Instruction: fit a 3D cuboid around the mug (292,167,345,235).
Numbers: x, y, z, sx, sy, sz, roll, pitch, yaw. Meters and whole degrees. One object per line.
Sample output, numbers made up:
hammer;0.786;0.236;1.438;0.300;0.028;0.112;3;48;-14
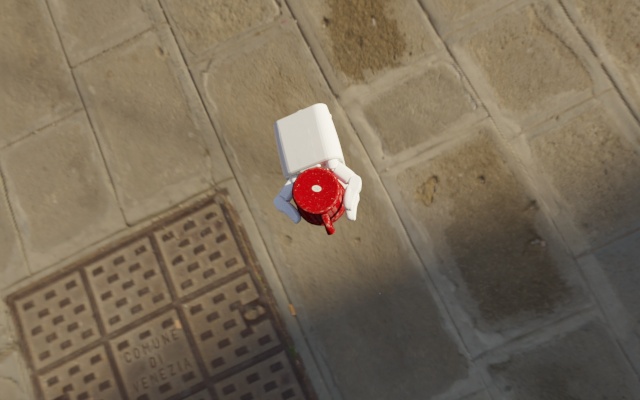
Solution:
mug;0.000;0.004;0.813;0.093;0.117;0.081;-16;-14;4
